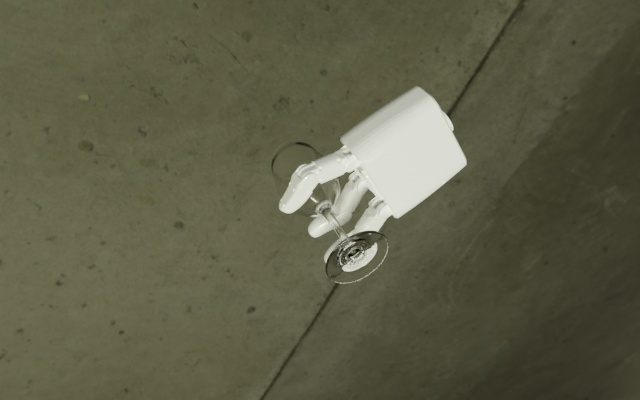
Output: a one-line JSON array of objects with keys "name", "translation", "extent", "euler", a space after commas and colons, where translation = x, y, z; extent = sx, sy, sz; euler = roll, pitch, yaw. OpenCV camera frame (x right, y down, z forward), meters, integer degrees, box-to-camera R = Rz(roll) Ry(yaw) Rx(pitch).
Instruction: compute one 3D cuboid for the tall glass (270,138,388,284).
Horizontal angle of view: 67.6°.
[{"name": "tall glass", "translation": [0.000, 0.002, 0.572], "extent": [0.079, 0.079, 0.201], "euler": [0, 36, -30]}]
